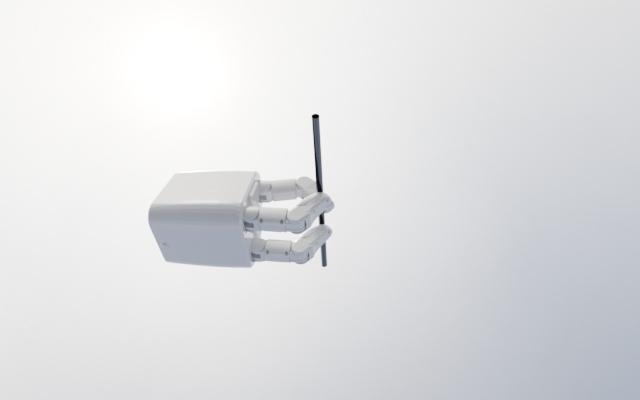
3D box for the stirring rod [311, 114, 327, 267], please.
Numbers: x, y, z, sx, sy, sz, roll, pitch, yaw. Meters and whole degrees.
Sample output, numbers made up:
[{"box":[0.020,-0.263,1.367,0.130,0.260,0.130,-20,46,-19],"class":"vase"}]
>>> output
[{"box":[0.000,0.002,0.551,0.011,0.011,0.240,0,-44,3],"class":"stirring rod"}]
